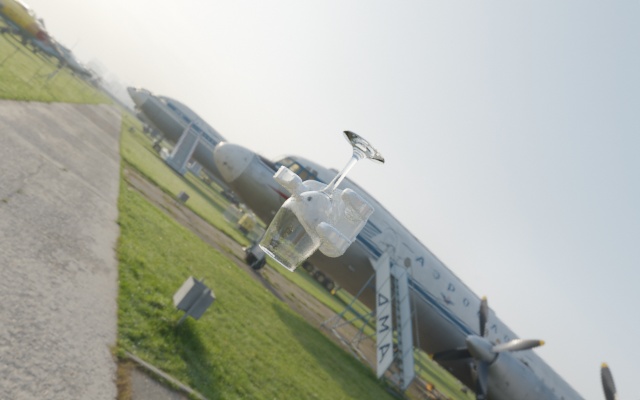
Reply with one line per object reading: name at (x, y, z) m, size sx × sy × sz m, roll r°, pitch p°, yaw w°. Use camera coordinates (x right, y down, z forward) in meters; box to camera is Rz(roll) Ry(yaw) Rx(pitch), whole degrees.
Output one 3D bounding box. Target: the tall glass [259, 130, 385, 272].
tall glass at (0.000, 0.002, 0.665) m, size 0.079 × 0.201 × 0.079 m, roll 38°, pitch -6°, yaw 5°
